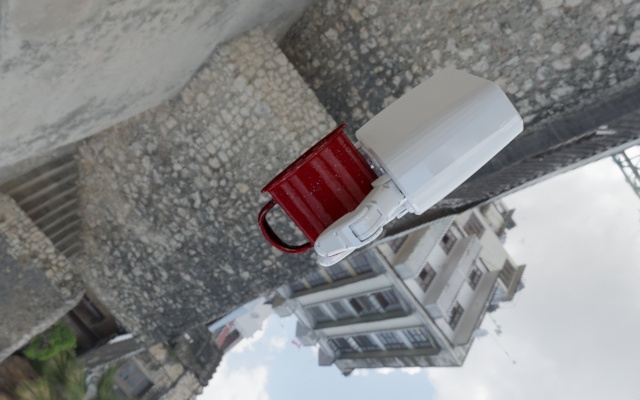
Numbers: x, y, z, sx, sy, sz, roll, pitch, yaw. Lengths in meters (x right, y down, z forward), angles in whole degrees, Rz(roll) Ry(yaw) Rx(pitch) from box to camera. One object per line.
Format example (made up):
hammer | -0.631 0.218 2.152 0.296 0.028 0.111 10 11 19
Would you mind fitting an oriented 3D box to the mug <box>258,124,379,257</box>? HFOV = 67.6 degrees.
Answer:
mug | -0.001 0.002 0.416 0.117 0.081 0.093 -38 8 7
